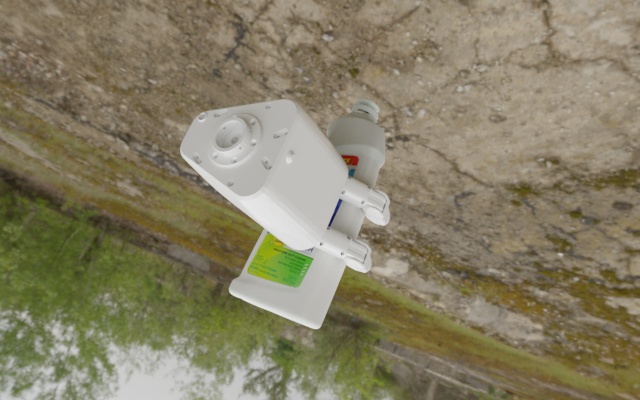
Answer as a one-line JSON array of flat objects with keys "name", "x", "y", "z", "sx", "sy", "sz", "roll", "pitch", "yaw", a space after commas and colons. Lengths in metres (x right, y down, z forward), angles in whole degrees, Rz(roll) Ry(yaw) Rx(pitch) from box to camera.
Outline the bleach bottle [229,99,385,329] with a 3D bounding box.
[{"name": "bleach bottle", "x": 0.000, "y": 0.002, "z": 0.516, "sx": 0.102, "sy": 0.250, "sz": 0.068, "roll": 14, "pitch": -18, "yaw": 30}]
